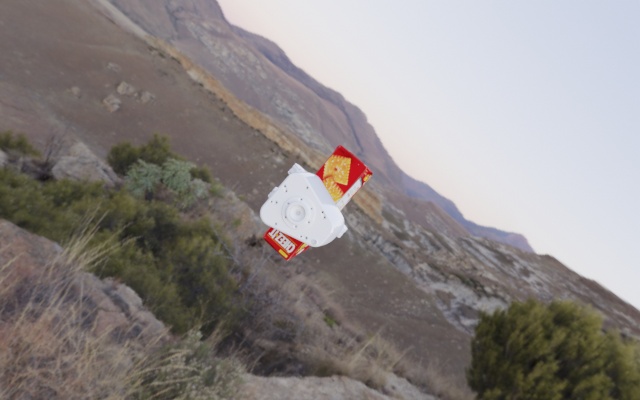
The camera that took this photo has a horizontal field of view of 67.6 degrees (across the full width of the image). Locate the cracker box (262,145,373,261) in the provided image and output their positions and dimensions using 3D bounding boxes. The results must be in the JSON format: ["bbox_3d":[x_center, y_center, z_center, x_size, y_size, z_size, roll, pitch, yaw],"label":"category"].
[{"bbox_3d":[0.000,0.003,0.893,0.072,0.214,0.164,42,7,7],"label":"cracker box"}]
